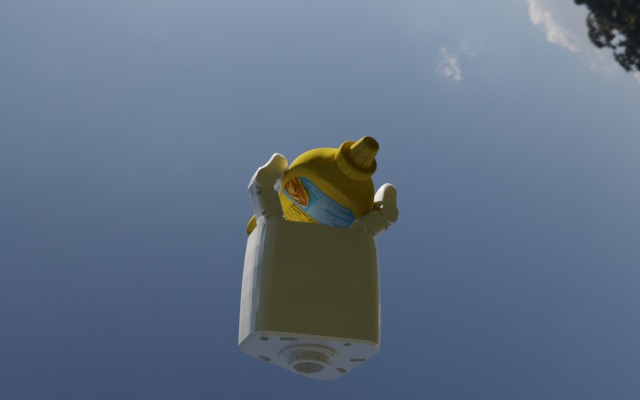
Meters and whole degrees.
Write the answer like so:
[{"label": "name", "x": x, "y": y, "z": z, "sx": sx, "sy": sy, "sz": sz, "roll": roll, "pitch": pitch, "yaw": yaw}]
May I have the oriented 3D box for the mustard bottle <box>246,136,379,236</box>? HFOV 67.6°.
[{"label": "mustard bottle", "x": 0.000, "y": 0.002, "z": 0.498, "sx": 0.192, "sy": 0.096, "sz": 0.058, "roll": -49, "pitch": 6, "yaw": 43}]
